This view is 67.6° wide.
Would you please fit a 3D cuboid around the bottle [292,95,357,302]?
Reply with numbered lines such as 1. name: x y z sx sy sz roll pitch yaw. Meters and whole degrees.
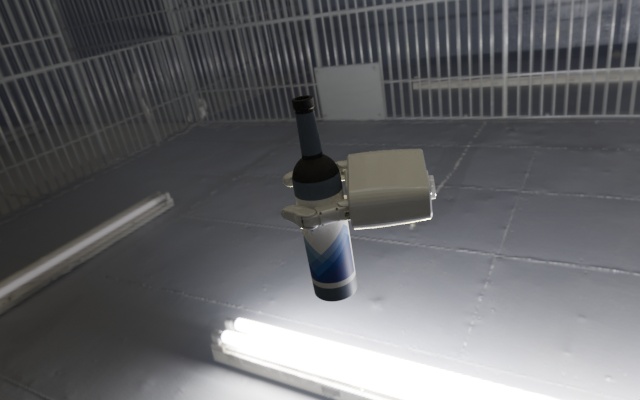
1. bottle: 0.000 0.002 0.664 0.069 0.296 0.069 -8 25 4
